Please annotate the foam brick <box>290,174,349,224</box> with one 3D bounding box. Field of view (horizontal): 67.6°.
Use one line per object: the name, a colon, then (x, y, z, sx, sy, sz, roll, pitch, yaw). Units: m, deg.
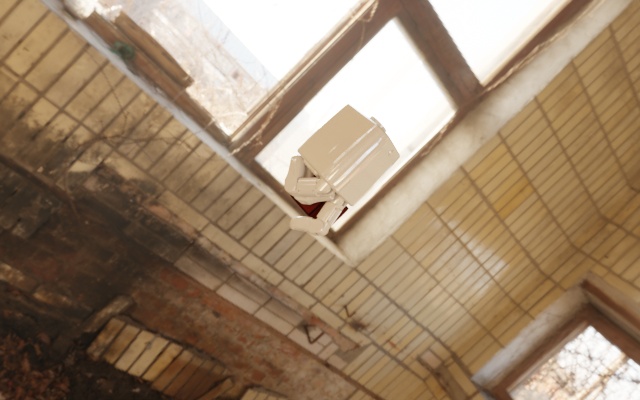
foam brick: (0.000, 0.003, 0.753, 0.053, 0.051, 0.078, 47, 4, 29)
